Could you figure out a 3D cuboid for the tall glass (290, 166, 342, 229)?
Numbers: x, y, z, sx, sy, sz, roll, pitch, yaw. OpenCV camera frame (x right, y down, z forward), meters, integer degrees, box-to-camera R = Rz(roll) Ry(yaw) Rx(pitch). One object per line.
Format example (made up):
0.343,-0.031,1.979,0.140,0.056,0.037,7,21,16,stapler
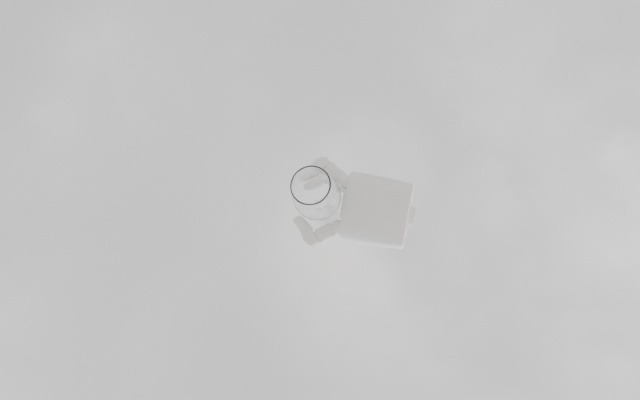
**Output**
0.000,0.003,0.800,0.079,0.079,0.201,0,-15,9,tall glass
